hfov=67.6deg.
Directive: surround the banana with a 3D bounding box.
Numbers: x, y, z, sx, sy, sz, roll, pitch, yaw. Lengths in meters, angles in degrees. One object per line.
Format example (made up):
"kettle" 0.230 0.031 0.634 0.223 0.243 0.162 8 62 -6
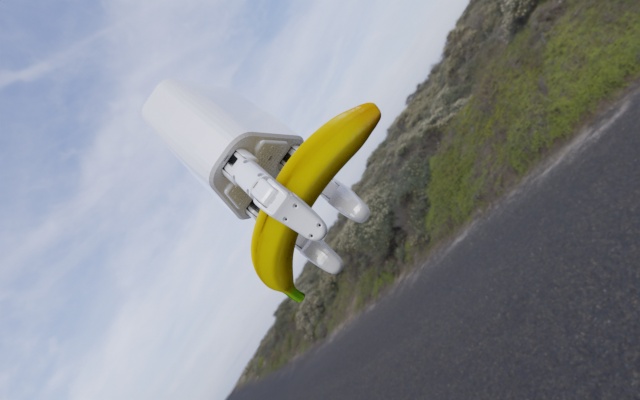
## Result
"banana" -0.015 0.004 0.400 0.069 0.198 0.037 2 31 -40
